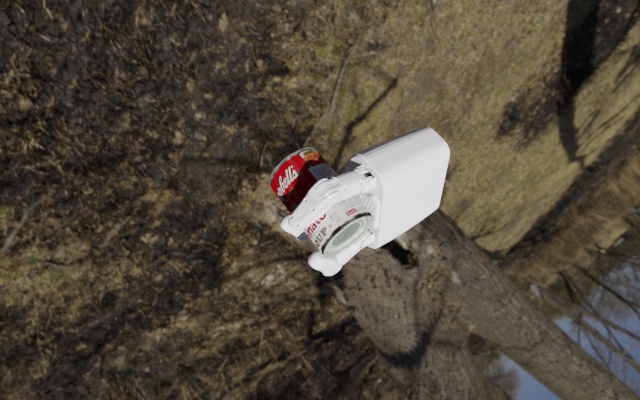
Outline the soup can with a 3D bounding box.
[{"bbox_3d":[0.000,0.002,0.516,0.068,0.102,0.068,-32,-24,-16],"label":"soup can"}]
